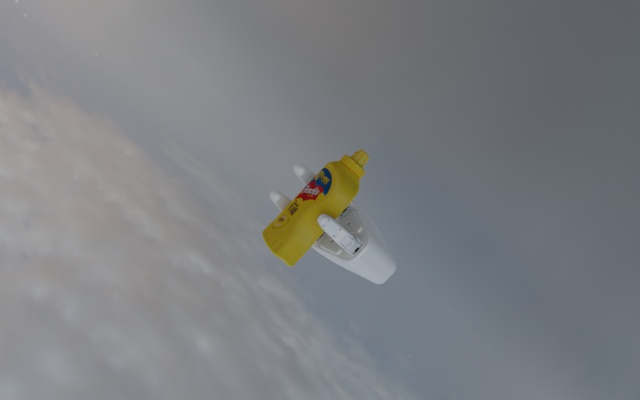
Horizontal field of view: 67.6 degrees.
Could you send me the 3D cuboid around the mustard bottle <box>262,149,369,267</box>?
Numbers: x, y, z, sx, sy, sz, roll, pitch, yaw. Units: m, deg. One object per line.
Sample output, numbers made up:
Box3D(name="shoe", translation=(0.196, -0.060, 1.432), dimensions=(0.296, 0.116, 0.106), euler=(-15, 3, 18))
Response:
Box3D(name="mustard bottle", translation=(0.000, 0.002, 0.691), dimensions=(0.058, 0.191, 0.096), euler=(42, 2, -21))
